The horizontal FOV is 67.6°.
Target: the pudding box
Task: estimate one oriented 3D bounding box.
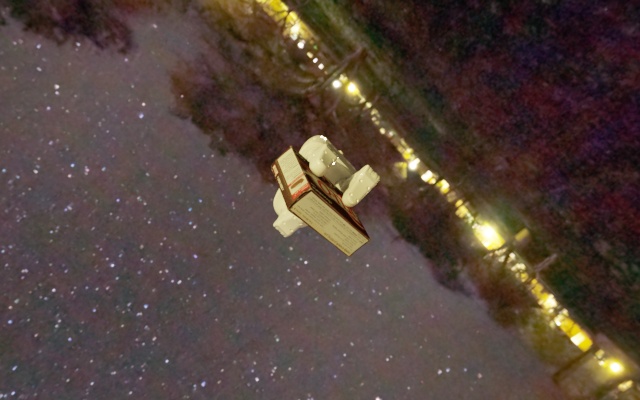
[{"bbox_3d":[0.000,0.002,0.543,0.113,0.039,0.090,38,15,-37],"label":"pudding box"}]
